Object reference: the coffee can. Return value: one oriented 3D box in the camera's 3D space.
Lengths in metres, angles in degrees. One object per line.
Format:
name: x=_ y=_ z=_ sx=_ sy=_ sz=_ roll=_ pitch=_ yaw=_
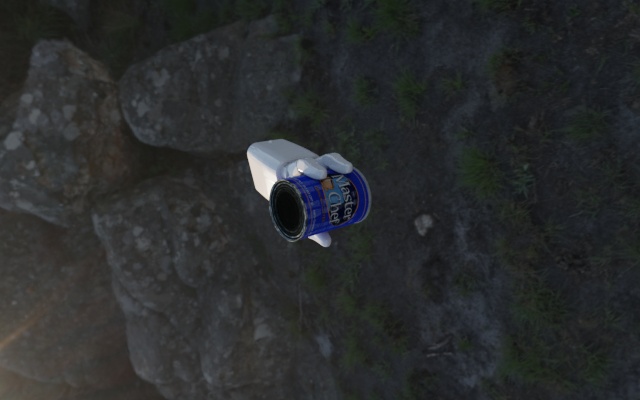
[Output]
coffee can: x=0.000 y=0.003 z=0.800 sx=0.140 sy=0.103 sz=0.103 roll=-14 pitch=9 yaw=-37
